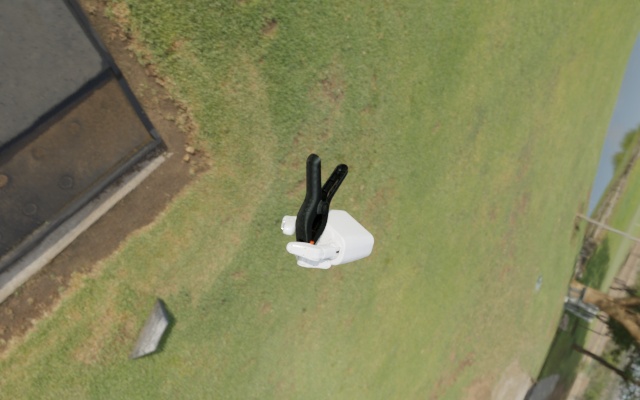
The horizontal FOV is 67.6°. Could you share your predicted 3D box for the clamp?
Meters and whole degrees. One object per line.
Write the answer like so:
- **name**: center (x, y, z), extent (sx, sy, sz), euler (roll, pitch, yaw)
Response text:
- **clamp**: center (0.001, 0.003, 0.842), extent (0.039, 0.171, 0.120), euler (24, 16, 36)
